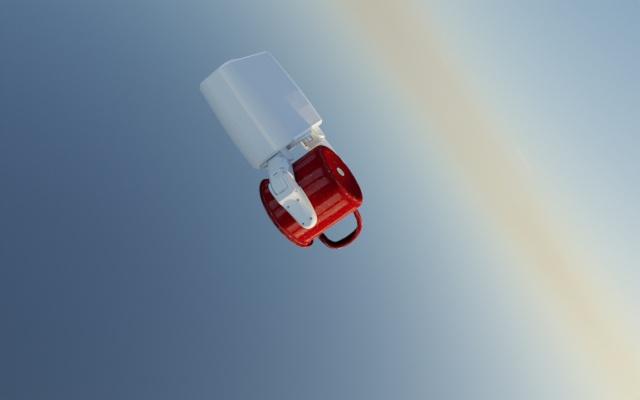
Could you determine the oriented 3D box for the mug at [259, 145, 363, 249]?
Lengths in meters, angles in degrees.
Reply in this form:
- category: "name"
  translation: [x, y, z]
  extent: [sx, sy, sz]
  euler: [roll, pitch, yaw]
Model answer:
- category: "mug"
  translation: [0.001, 0.003, 0.532]
  extent: [0.081, 0.117, 0.093]
  euler: [-35, 8, 18]
